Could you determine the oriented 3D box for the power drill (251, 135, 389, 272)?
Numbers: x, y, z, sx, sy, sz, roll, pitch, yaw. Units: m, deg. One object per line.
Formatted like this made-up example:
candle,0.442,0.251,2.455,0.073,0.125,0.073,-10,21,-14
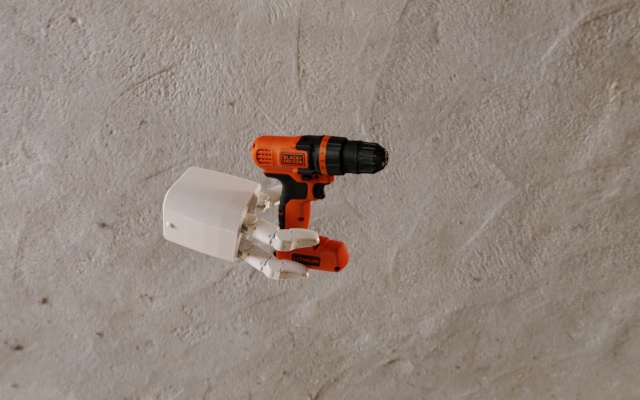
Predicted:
power drill,0.000,0.003,0.651,0.184,0.188,0.057,6,23,20
